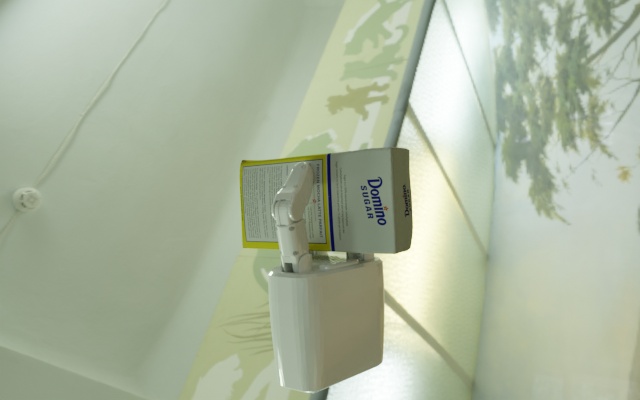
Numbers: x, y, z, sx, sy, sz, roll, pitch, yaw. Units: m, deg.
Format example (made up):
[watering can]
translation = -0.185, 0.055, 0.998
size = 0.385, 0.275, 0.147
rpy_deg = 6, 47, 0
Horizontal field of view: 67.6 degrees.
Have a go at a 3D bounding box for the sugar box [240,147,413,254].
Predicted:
[sugar box]
translation = 0.000, 0.002, 0.462
size = 0.176, 0.093, 0.048
rpy_deg = -1, 2, 32
